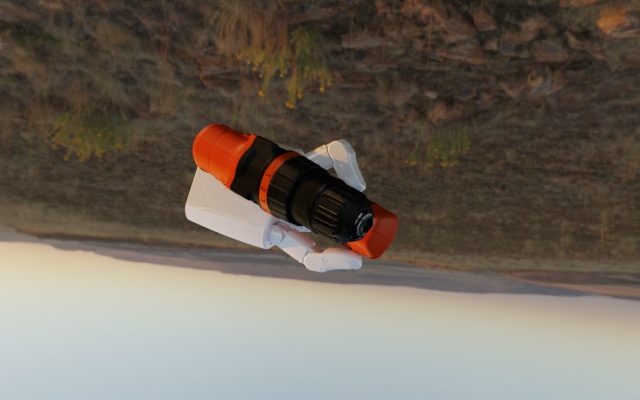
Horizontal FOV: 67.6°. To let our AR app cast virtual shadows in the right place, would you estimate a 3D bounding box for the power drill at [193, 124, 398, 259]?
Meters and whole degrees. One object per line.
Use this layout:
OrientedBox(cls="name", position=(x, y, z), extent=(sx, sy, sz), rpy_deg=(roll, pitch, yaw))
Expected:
OrientedBox(cls="power drill", position=(0.000, 0.001, 0.430), extent=(0.184, 0.057, 0.188), rpy_deg=(29, -1, 35))
